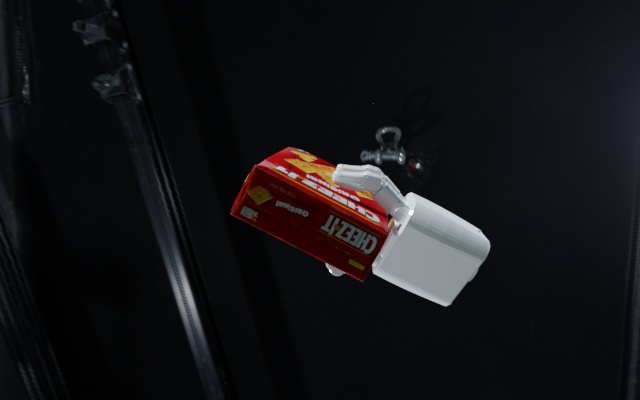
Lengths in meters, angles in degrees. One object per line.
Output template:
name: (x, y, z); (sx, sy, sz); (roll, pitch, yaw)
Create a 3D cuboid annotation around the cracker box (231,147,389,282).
cracker box: (0.000, 0.002, 0.608); (0.164, 0.072, 0.213); (27, 13, 0)
